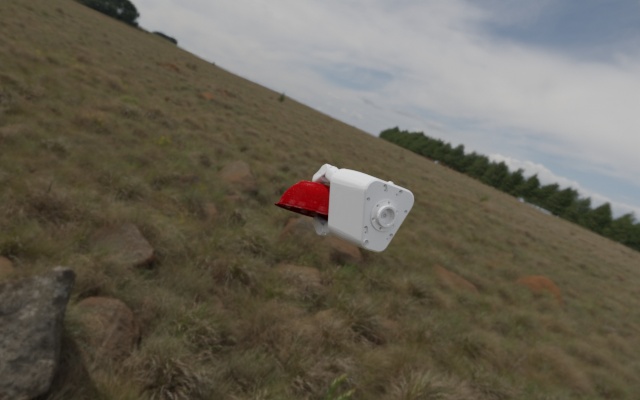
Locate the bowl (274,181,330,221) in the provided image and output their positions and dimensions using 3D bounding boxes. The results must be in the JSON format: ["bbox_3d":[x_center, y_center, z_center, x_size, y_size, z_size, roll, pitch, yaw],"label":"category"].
[{"bbox_3d":[-0.001,0.002,0.874,0.162,0.055,0.162,14,-6,2],"label":"bowl"}]
